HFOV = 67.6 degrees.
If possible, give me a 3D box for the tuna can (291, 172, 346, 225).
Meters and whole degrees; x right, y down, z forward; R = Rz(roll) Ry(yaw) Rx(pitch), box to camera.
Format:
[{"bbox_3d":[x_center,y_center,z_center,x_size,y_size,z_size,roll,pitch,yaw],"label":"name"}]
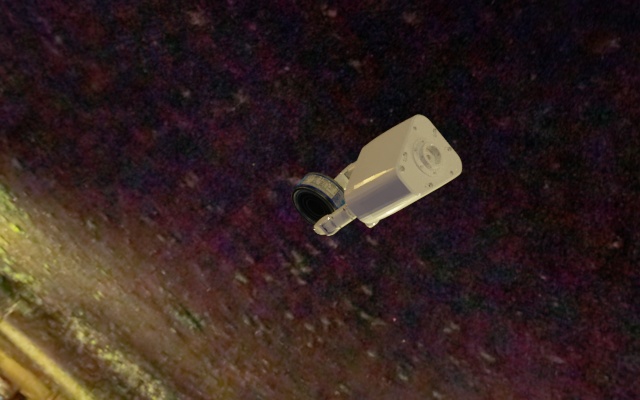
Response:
[{"bbox_3d":[0.000,0.003,0.697,0.086,0.086,0.033,0,40,46],"label":"tuna can"}]
